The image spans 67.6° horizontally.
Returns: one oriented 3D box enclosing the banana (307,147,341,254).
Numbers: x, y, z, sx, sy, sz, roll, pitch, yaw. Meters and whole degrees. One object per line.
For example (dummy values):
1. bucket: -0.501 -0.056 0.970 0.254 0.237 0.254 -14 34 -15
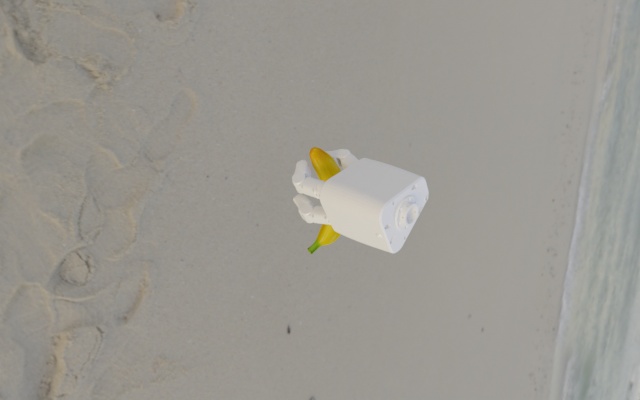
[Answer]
1. banana: 0.014 0.000 0.778 0.069 0.198 0.037 -23 37 -35
